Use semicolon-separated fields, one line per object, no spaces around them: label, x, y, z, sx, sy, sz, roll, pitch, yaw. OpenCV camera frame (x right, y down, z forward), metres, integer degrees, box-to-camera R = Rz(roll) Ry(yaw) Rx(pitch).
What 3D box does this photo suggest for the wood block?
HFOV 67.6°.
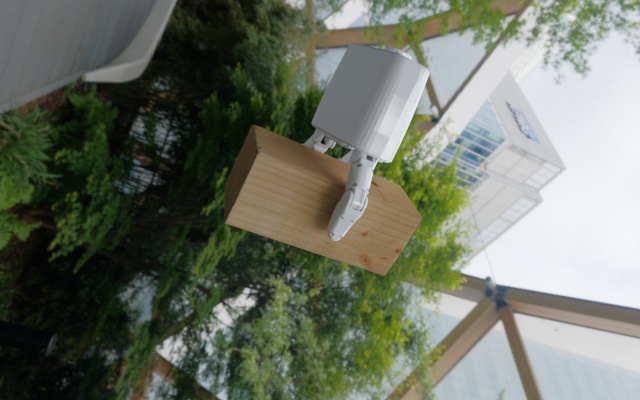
wood block;0.000;0.002;0.561;0.206;0.090;0.090;21;23;-21
